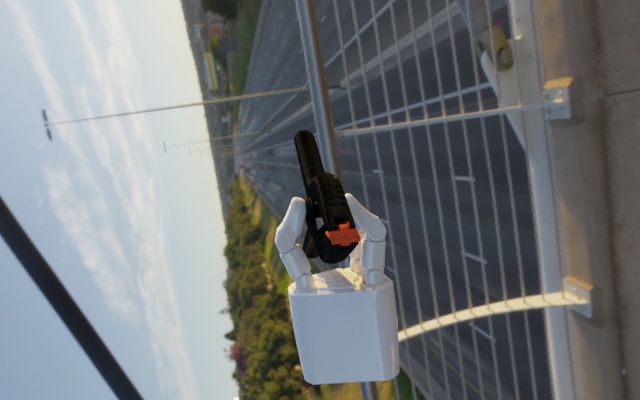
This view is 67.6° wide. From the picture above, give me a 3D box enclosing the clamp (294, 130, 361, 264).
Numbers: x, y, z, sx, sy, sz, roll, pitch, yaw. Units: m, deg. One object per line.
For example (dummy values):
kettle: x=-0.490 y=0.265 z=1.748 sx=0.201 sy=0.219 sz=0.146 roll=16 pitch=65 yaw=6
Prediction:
clamp: x=-0.001 y=0.002 z=0.522 sx=0.036 sy=0.164 sz=0.210 roll=-7 pitch=6 yaw=-10
